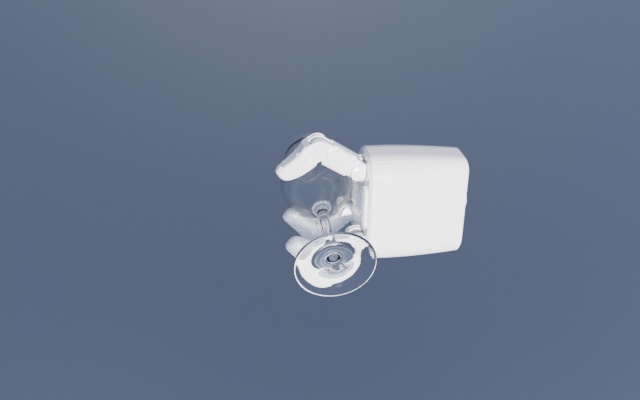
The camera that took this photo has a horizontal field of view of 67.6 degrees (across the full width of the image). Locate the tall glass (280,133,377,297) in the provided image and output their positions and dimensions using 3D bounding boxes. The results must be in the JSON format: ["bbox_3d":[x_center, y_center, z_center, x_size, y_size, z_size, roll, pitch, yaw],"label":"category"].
[{"bbox_3d":[0.000,0.002,0.496,0.079,0.079,0.201,0,34,-10],"label":"tall glass"}]
